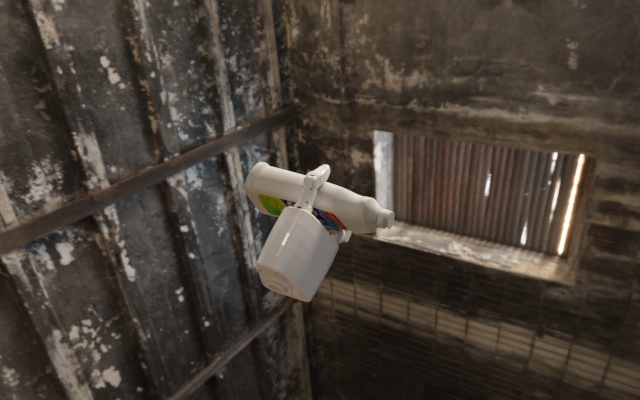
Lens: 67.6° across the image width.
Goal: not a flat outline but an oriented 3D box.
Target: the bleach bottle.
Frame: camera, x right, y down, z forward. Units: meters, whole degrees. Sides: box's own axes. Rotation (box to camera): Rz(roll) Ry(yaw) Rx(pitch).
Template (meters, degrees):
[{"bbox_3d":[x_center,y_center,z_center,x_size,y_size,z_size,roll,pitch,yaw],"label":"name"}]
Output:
[{"bbox_3d":[0.000,0.003,0.802,0.251,0.068,0.103,12,-30,28],"label":"bleach bottle"}]
